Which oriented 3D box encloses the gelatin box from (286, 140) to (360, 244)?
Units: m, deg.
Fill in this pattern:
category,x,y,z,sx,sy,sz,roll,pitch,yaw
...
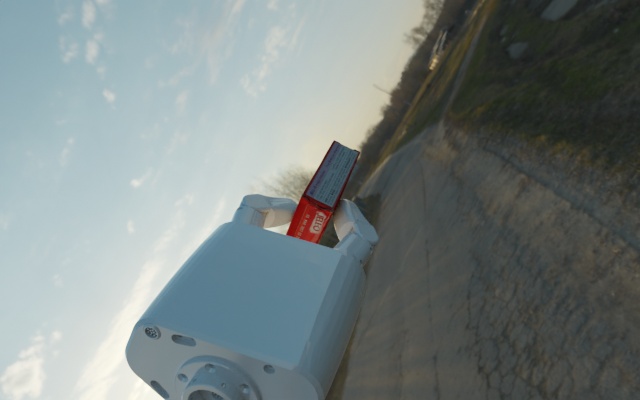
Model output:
category,x,y,z,sx,sy,sz,roll,pitch,yaw
gelatin box,0.000,0.001,0.418,0.030,0.073,0.089,26,42,0
